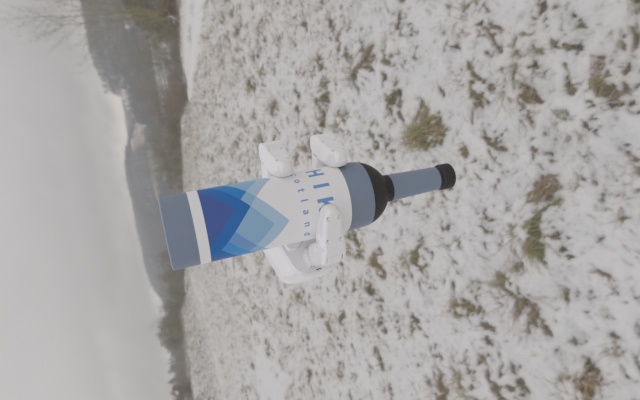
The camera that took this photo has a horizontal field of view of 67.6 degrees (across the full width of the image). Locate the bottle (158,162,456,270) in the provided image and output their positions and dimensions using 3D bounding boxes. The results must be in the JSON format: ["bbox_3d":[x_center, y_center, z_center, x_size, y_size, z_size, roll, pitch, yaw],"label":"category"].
[{"bbox_3d":[0.000,0.002,0.467,0.295,0.069,0.069,-12,3,-17],"label":"bottle"}]
